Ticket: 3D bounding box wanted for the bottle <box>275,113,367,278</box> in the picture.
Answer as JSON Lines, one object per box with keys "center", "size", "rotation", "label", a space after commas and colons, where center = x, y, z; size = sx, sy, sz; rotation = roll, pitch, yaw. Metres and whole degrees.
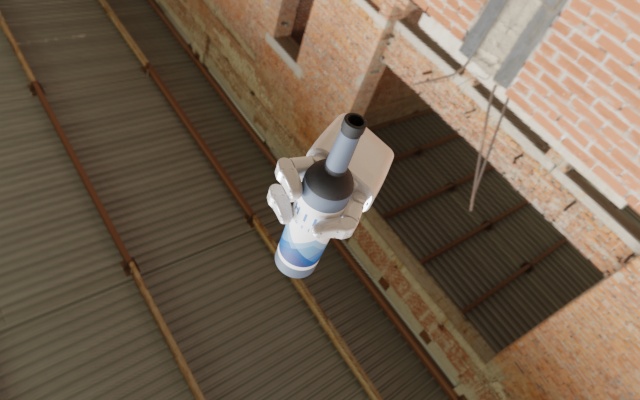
{"center": [0.000, 0.002, 0.641], "size": [0.069, 0.069, 0.296], "rotation": [0, -38, -20], "label": "bottle"}
